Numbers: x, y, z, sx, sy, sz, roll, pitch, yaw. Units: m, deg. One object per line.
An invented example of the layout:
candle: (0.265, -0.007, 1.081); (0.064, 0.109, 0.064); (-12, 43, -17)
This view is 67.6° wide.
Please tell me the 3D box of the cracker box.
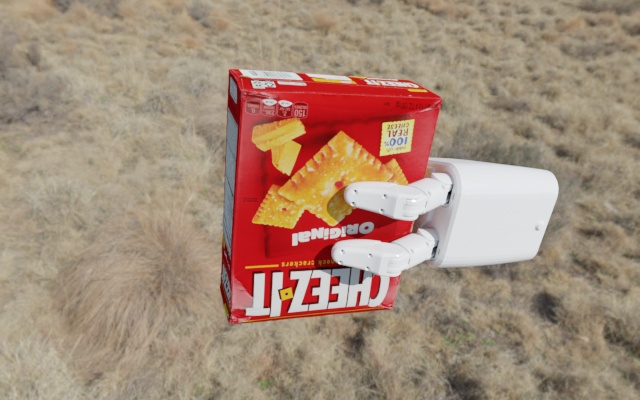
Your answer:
cracker box: (0.000, 0.001, 0.422); (0.164, 0.214, 0.072); (-1, 26, -18)
